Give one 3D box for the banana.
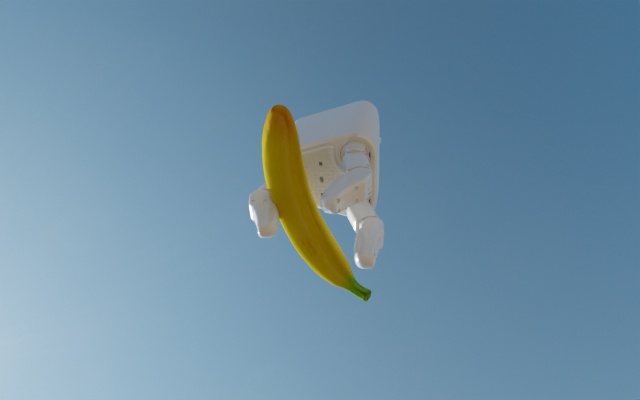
[{"bbox_3d":[-0.012,0.006,0.440,0.069,0.198,0.037,-7,28,42],"label":"banana"}]
